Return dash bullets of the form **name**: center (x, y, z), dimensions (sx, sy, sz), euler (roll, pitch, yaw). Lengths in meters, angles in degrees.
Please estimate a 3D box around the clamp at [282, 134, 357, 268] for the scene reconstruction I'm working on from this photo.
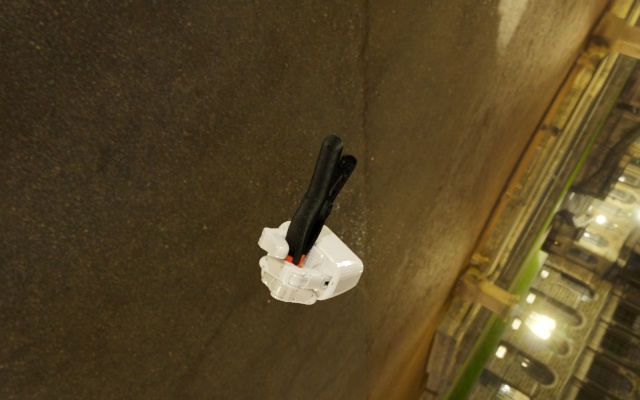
- **clamp**: center (0.001, 0.002, 0.613), dimensions (0.039, 0.171, 0.120), euler (29, 9, 21)
